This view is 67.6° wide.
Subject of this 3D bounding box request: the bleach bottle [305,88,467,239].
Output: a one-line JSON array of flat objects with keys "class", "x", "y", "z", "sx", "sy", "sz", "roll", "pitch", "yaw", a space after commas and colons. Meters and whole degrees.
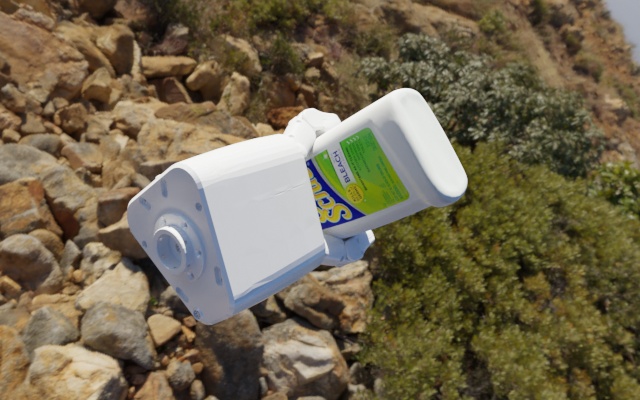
[{"class": "bleach bottle", "x": 0.000, "y": 0.001, "z": 0.446, "sx": 0.251, "sy": 0.102, "sz": 0.068, "roll": -29, "pitch": -2, "yaw": 37}]
